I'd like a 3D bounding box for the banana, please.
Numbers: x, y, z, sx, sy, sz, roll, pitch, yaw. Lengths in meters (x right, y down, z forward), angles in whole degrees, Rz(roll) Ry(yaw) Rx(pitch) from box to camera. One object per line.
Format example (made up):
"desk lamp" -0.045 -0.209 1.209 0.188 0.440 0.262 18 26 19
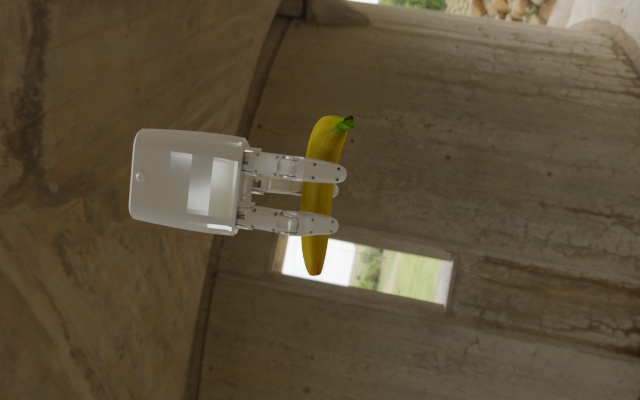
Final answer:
"banana" -0.001 -0.011 0.513 0.037 0.198 0.069 5 33 -8
